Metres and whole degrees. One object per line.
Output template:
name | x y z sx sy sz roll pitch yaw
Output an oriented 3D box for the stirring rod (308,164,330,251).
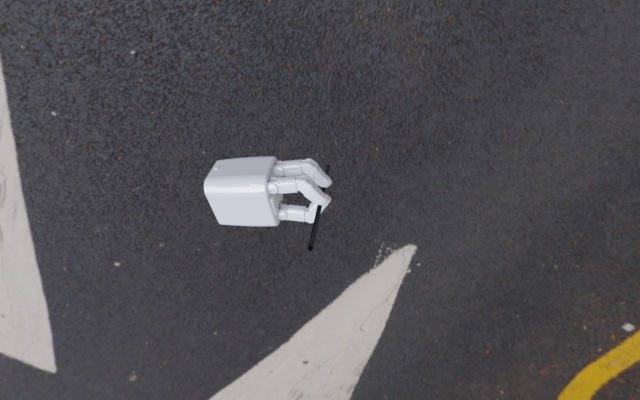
stirring rod | 0.000 0.003 0.777 0.011 0.011 0.239 0 33 8
